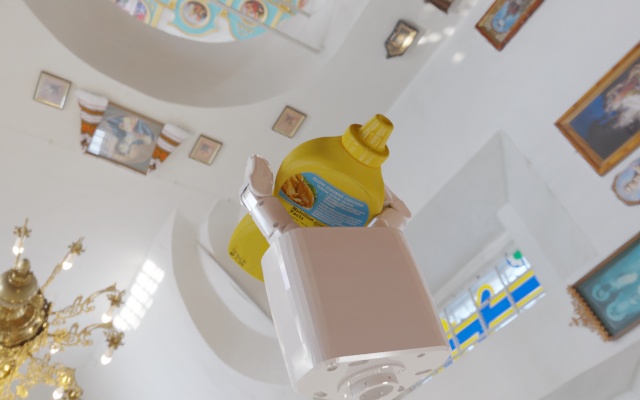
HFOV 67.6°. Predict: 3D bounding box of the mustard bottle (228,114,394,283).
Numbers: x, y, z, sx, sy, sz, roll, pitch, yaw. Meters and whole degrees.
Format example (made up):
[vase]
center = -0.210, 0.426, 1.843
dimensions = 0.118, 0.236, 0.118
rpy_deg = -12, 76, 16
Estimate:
[mustard bottle]
center = 0.000, 0.001, 0.425
dimensions = 0.096, 0.192, 0.058
rpy_deg = 30, 33, -14
